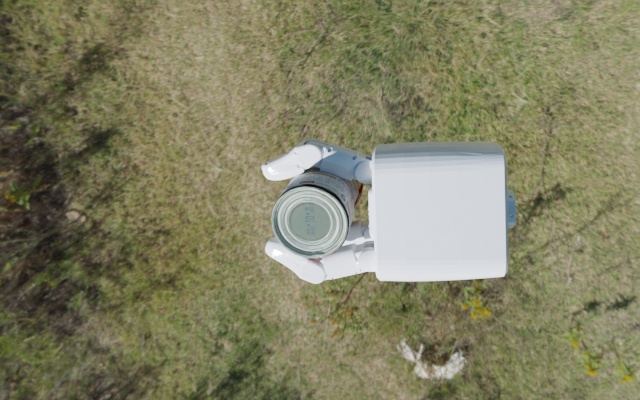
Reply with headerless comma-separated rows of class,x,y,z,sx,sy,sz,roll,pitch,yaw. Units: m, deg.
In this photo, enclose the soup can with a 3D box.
soup can,0.000,0.001,0.437,0.068,0.068,0.102,0,21,11
